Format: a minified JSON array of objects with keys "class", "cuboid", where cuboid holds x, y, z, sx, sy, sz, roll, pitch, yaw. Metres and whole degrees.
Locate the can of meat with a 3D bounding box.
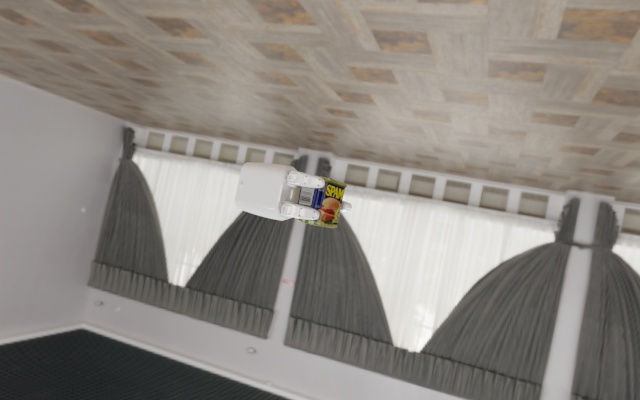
[{"class":"can of meat","cuboid":[0.000,0.003,0.859,0.057,0.084,0.102,11,-2,28]}]
